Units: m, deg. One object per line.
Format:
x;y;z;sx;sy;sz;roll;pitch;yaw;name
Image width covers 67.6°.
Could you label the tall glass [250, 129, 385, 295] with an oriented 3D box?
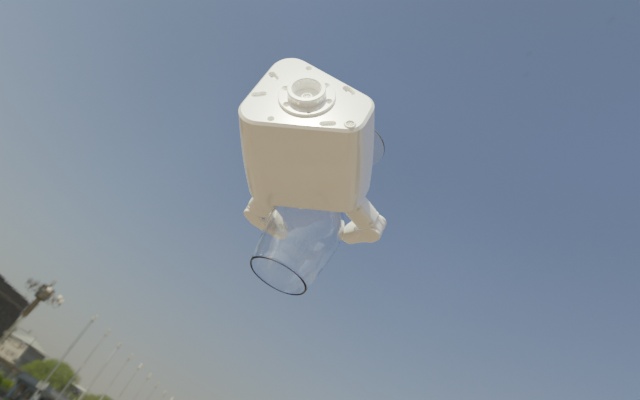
0.000;0.001;0.514;0.079;0.201;0.079;20;-34;15;tall glass
